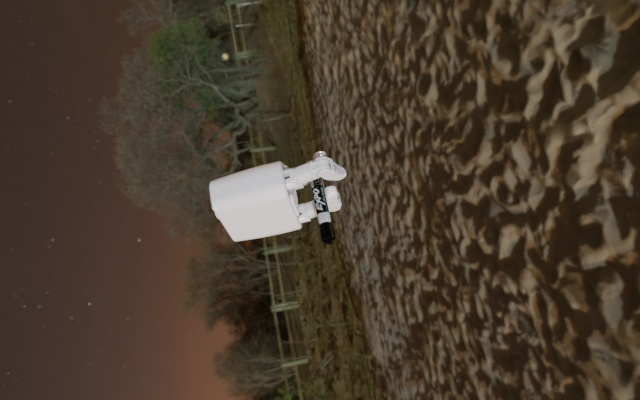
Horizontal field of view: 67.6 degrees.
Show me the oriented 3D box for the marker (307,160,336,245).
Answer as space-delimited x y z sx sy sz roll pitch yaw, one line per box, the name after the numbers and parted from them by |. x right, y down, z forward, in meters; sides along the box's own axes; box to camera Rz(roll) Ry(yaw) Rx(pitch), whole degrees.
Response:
0.000 0.002 0.647 0.020 0.121 0.020 -11 -22 -4 | marker
